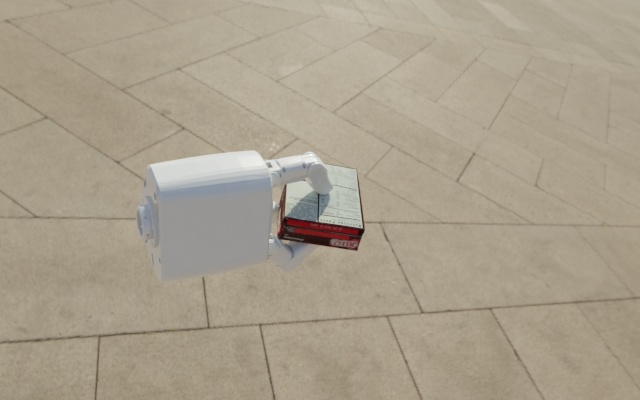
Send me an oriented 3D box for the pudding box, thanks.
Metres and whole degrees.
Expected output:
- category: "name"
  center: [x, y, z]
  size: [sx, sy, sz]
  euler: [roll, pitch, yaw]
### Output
- category: "pudding box"
  center: [0.000, 0.002, 0.545]
  size: [0.090, 0.039, 0.113]
  euler: [10, 41, -9]
